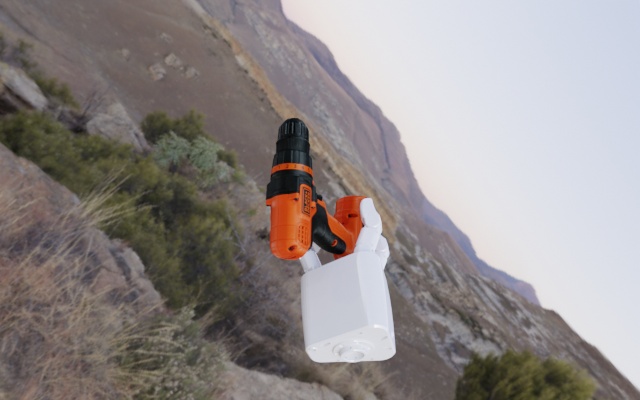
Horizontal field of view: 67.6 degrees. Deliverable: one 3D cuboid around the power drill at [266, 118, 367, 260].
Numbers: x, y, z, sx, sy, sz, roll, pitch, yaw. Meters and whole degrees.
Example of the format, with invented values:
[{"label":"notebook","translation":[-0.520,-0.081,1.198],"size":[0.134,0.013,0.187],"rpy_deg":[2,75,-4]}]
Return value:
[{"label":"power drill","translation":[0.000,0.002,0.643],"size":[0.057,0.184,0.188],"rpy_deg":[-11,-24,33]}]
